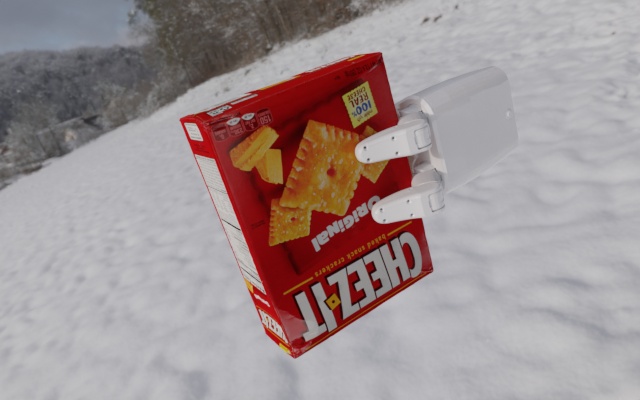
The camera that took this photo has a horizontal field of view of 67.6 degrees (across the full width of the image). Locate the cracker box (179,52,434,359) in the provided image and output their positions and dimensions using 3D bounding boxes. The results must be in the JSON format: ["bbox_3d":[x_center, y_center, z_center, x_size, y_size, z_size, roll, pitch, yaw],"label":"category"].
[{"bbox_3d":[0.000,0.001,0.416,0.164,0.214,0.072,-26,21,-23],"label":"cracker box"}]
